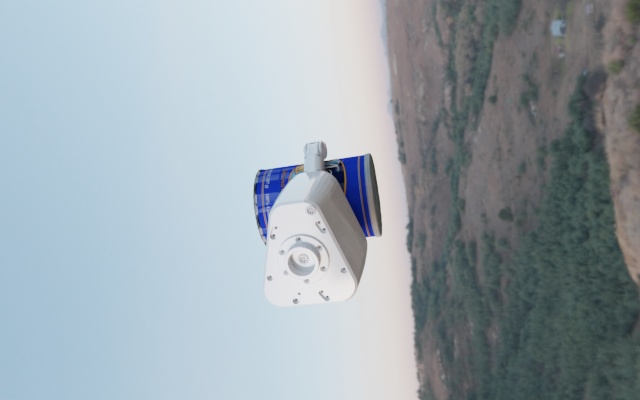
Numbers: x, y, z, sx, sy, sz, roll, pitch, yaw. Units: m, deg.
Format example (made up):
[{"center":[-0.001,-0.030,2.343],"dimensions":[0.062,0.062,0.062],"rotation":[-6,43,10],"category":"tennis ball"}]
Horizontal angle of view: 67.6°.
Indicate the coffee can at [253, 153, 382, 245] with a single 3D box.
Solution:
[{"center":[0.000,0.002,0.593],"dimensions":[0.140,0.103,0.103],"rotation":[-8,-1,11],"category":"coffee can"}]
